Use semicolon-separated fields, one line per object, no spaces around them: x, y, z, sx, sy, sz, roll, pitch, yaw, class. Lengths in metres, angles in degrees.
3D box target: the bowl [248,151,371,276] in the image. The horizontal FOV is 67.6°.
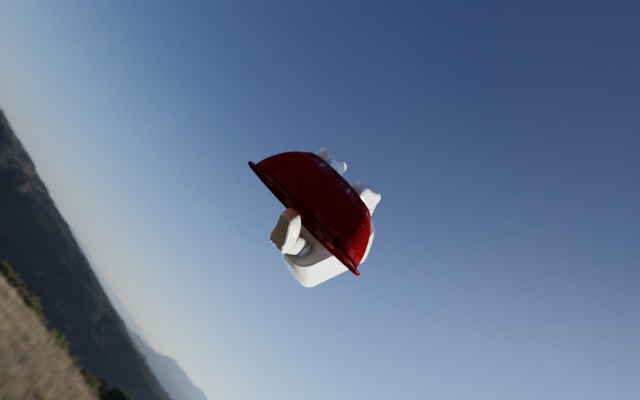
0.000;0.001;0.491;0.055;0.162;0.162;-44;5;-6;bowl
